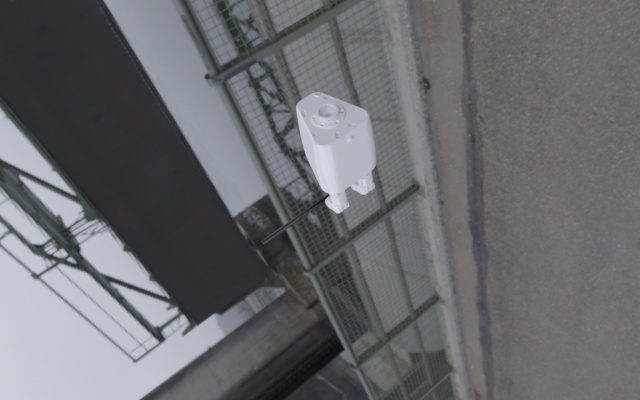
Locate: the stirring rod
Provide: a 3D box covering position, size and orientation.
[{"bbox_3d":[0.000,0.003,0.809,0.239,0.011,0.011,-35,10,-14],"label":"stirring rod"}]
